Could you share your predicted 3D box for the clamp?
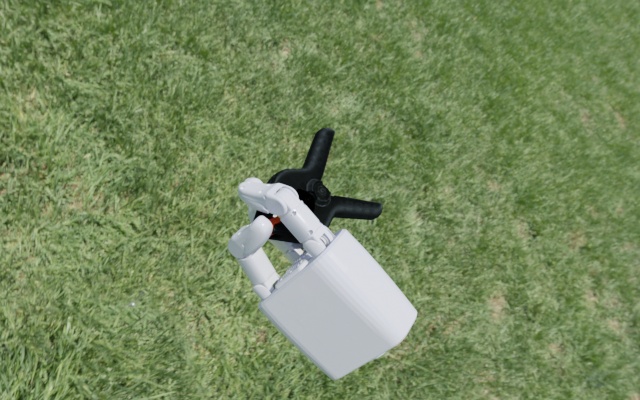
[{"bbox_3d":[0.000,0.001,0.506,0.171,0.120,0.039,-45,3,-42],"label":"clamp"}]
